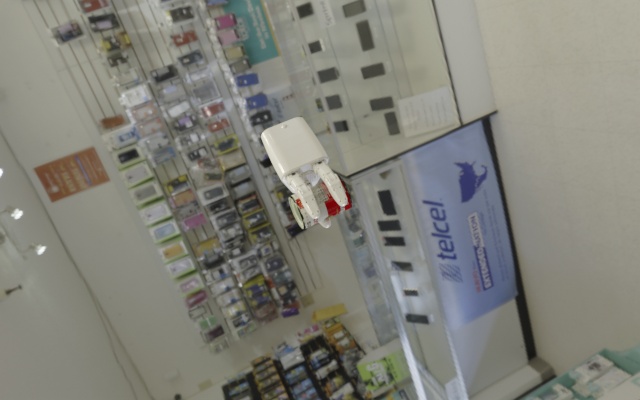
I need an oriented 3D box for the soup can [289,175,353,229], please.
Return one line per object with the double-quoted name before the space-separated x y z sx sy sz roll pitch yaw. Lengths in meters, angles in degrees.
"soup can" 0.000 0.003 0.888 0.102 0.068 0.068 -24 5 -13
